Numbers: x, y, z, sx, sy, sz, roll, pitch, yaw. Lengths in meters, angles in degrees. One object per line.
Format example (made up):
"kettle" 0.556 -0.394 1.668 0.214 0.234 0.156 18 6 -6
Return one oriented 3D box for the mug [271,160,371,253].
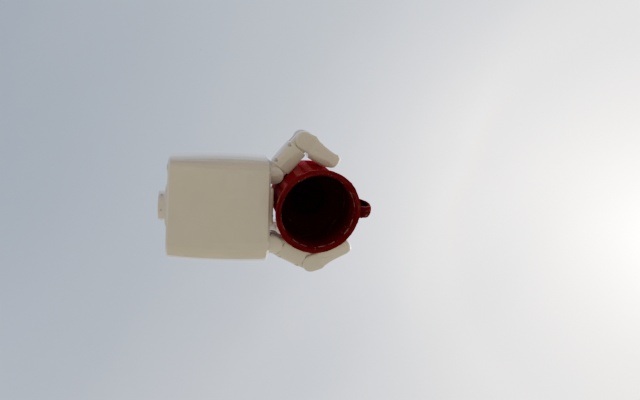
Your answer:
"mug" 0.001 0.002 0.544 0.117 0.093 0.081 3 16 -16
